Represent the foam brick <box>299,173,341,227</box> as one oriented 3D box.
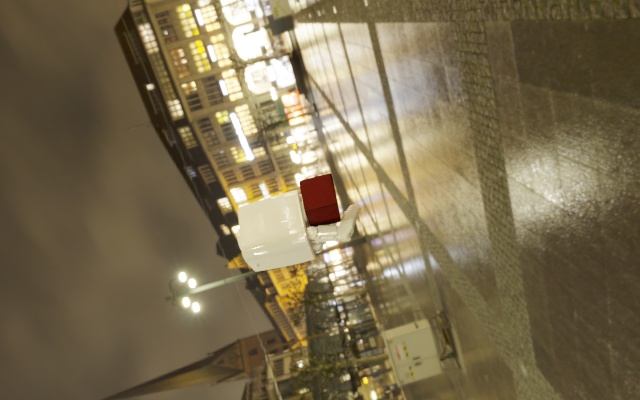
[{"bbox_3d":[0.000,0.002,0.734,0.051,0.053,0.078,-12,-25,1],"label":"foam brick"}]
